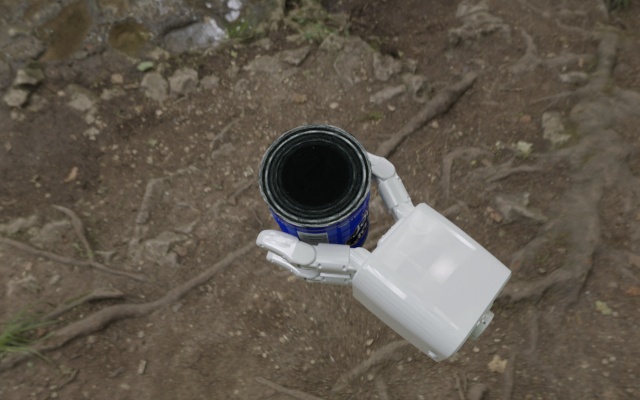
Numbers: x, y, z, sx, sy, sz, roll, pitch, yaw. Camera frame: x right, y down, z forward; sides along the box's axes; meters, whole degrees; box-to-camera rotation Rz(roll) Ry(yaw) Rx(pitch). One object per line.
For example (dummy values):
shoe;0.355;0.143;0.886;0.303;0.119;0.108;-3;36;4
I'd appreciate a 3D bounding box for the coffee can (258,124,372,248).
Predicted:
coffee can;0.000;0.002;0.490;0.103;0.102;0.140;0;-22;5
